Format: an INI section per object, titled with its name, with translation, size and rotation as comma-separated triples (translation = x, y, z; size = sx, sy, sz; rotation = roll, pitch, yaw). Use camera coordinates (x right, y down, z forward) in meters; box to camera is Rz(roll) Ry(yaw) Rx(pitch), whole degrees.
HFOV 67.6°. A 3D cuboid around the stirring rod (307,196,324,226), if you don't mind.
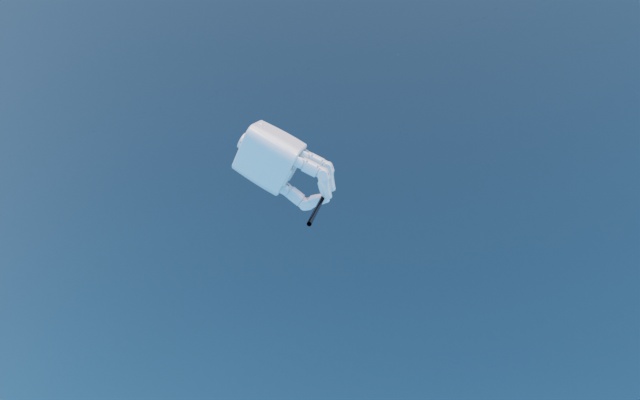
[stirring rod]
translation = 0.000, 0.003, 0.875
size = 0.011, 0.011, 0.239
rotation = 0, 17, 9
